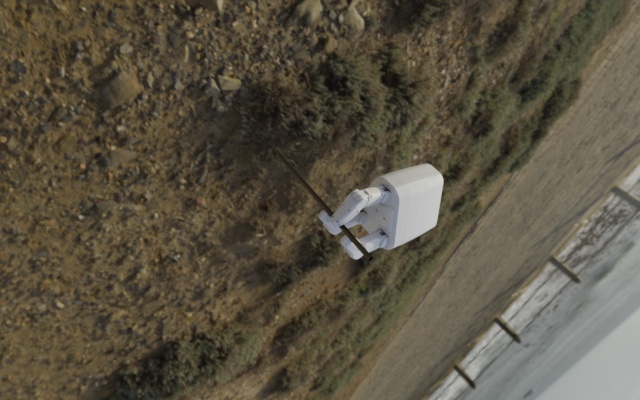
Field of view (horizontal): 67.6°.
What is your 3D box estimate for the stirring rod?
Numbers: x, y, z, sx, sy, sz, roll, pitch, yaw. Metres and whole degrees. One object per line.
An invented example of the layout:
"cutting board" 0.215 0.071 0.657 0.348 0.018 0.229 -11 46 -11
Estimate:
"stirring rod" 0.000 0.002 0.708 0.011 0.011 0.239 0 40 -47
